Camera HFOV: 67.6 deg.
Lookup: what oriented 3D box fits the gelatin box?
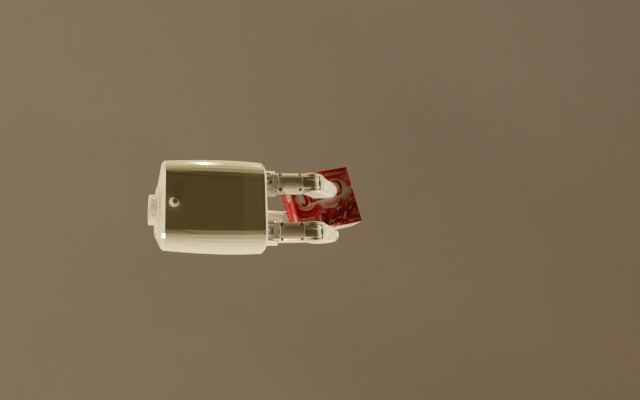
[{"bbox_3d":[0.000,0.002,0.589,0.089,0.073,0.030,-11,-9,-29],"label":"gelatin box"}]
